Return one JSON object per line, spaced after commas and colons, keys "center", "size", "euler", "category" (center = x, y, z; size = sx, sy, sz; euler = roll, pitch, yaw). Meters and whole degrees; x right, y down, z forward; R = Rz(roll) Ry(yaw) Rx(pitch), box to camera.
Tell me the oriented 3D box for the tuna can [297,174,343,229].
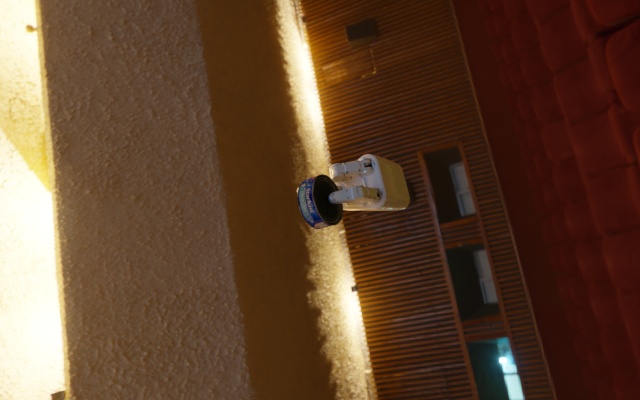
{"center": [0.000, 0.003, 0.777], "size": [0.034, 0.086, 0.086], "euler": [-17, -9, 31], "category": "tuna can"}
